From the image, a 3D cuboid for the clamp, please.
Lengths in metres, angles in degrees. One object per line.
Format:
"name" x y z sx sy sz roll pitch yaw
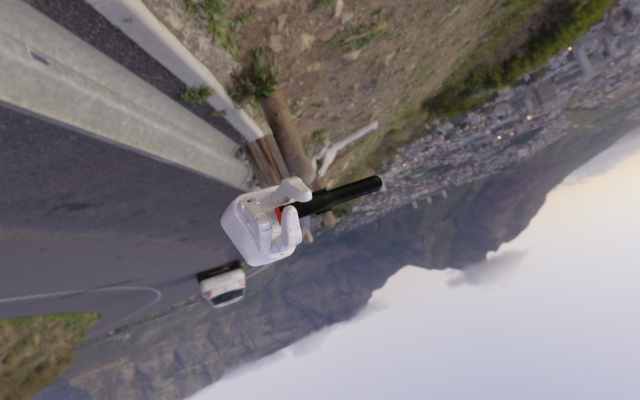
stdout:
"clamp" 0.000 0.003 0.737 0.171 0.039 0.120 -16 -7 -27
